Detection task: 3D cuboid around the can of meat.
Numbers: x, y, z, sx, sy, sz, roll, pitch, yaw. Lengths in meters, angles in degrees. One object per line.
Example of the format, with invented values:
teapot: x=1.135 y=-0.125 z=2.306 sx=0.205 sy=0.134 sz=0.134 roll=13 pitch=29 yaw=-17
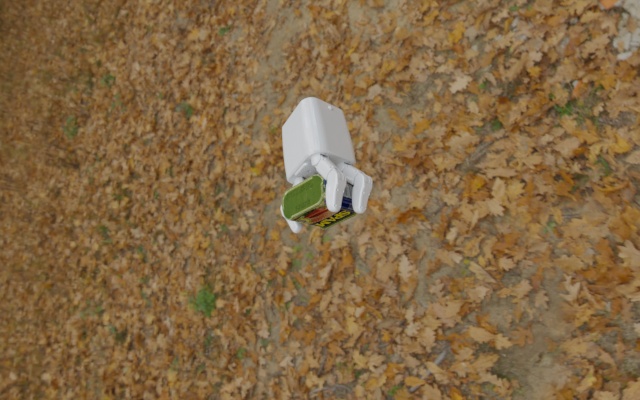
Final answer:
can of meat: x=0.000 y=0.003 z=0.763 sx=0.084 sy=0.057 sz=0.102 roll=15 pitch=-31 yaw=-42
